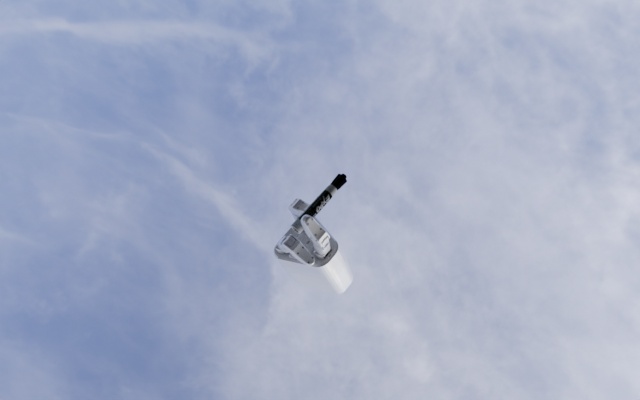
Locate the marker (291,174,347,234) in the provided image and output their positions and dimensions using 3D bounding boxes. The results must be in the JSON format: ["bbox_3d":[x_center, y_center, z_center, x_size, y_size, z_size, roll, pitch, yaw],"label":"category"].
[{"bbox_3d":[0.000,0.002,0.745,0.020,0.121,0.020,37,-19,15],"label":"marker"}]
